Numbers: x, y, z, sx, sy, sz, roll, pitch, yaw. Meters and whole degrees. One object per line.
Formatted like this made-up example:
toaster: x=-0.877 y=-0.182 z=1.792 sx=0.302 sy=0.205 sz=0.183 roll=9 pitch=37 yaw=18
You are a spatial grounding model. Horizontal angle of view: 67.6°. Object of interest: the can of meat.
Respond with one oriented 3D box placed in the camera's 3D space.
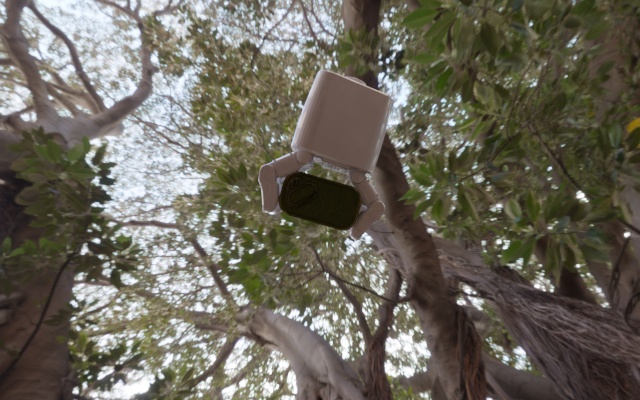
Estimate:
can of meat: x=0.000 y=0.002 z=0.636 sx=0.102 sy=0.057 sz=0.084 roll=16 pitch=-2 yaw=1
